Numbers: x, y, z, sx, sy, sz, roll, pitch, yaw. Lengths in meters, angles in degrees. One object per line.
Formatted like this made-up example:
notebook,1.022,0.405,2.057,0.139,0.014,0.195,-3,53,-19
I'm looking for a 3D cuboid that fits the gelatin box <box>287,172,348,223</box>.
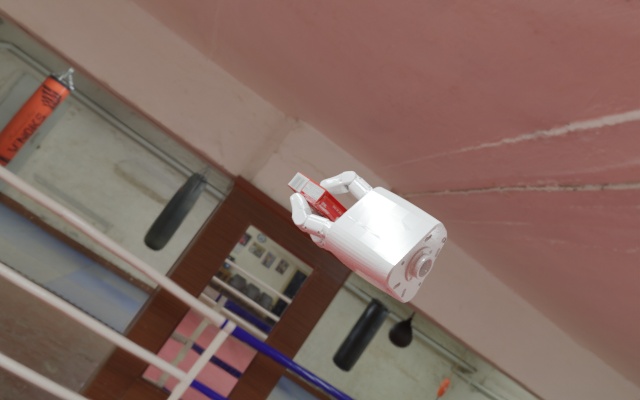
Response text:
gelatin box,0.000,0.002,0.700,0.073,0.030,0.089,44,-6,-37
